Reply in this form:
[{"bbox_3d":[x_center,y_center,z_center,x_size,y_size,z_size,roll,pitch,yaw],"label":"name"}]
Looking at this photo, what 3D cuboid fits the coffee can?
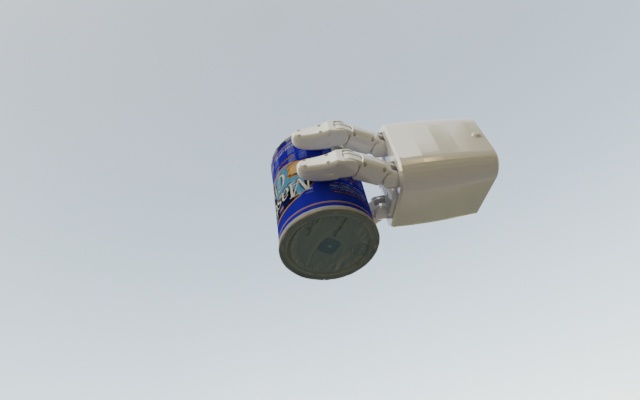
[{"bbox_3d":[0.000,0.002,0.530,0.103,0.103,0.140,0,41,-10],"label":"coffee can"}]
